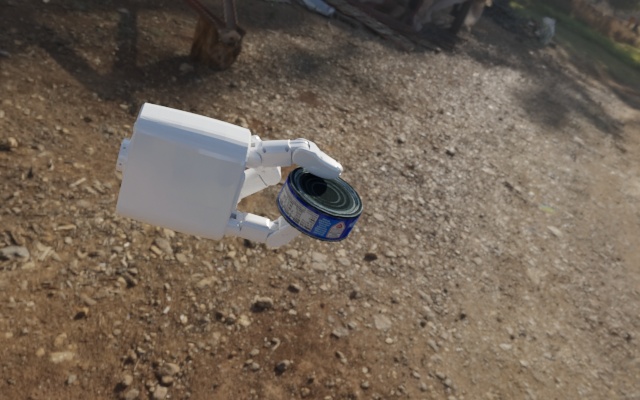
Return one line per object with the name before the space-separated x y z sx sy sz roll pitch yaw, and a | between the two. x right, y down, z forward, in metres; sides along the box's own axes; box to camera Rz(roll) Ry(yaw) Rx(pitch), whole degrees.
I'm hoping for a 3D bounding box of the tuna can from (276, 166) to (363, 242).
tuna can | 0.000 0.001 0.493 0.086 0.034 0.086 21 31 -13
